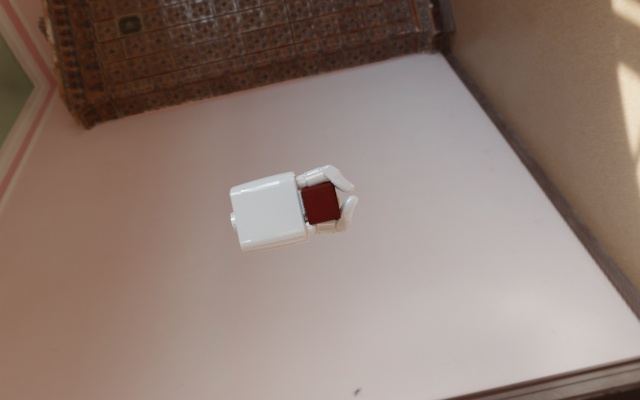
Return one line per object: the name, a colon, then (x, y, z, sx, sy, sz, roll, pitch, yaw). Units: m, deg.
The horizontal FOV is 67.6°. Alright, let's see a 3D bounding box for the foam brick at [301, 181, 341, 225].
foam brick: (0.000, 0.002, 0.747, 0.051, 0.053, 0.078, -13, 7, 0)
